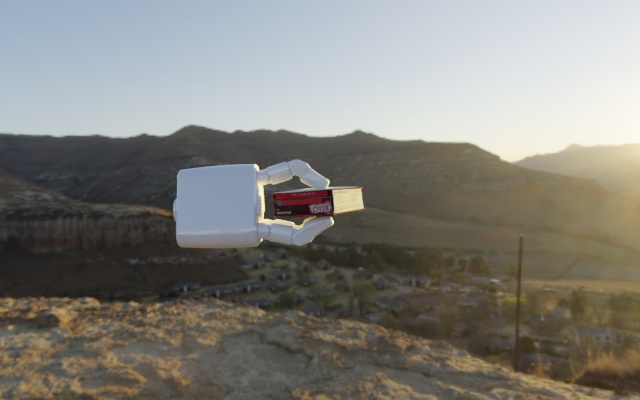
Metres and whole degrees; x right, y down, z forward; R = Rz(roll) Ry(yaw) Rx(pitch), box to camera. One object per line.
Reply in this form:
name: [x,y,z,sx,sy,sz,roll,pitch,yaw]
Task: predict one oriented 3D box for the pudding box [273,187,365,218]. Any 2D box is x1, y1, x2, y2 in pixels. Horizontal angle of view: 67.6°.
pudding box: [0.000,0.002,0.665,0.090,0.039,0.113,-2,4,26]
